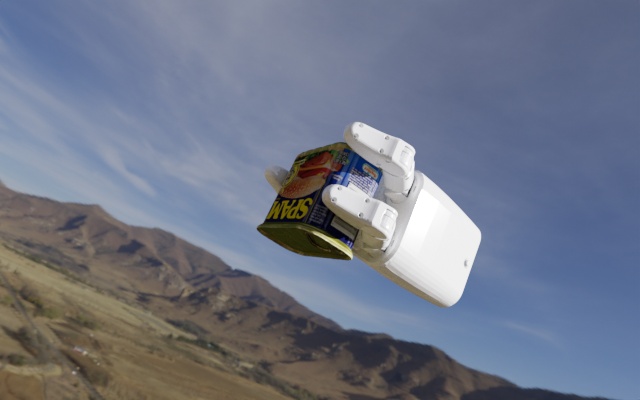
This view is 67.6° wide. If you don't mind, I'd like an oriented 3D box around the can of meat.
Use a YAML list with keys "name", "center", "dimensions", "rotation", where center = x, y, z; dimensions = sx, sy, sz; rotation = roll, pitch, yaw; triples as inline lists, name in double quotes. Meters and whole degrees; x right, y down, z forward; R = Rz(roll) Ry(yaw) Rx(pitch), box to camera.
- name: "can of meat"
  center: [0.000, 0.001, 0.422]
  dimensions: [0.057, 0.084, 0.102]
  rotation: [34, -20, -26]
